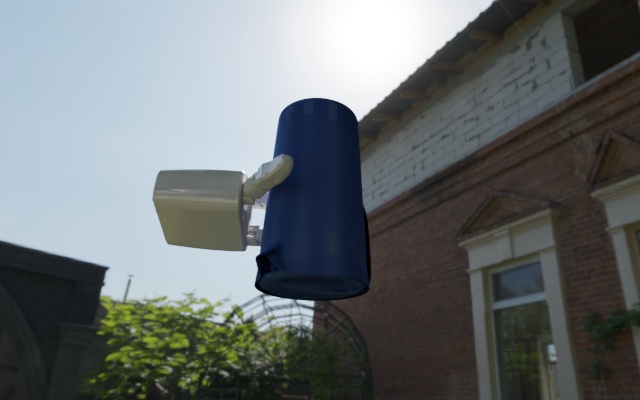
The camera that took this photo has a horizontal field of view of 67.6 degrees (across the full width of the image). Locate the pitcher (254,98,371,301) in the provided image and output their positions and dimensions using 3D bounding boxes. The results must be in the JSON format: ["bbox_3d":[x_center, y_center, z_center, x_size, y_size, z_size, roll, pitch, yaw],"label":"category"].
[{"bbox_3d":[0.000,0.002,0.605,0.145,0.242,0.149,3,-24,-1],"label":"pitcher"}]
